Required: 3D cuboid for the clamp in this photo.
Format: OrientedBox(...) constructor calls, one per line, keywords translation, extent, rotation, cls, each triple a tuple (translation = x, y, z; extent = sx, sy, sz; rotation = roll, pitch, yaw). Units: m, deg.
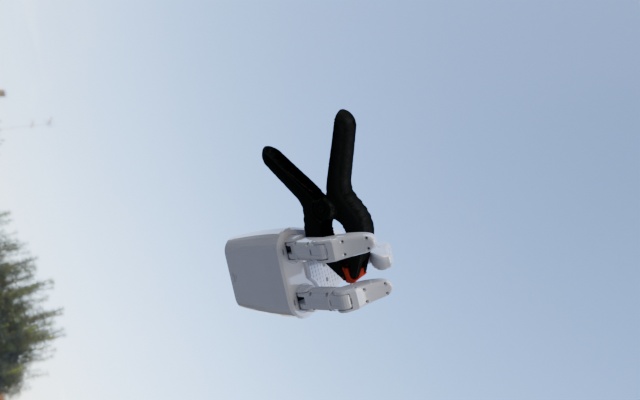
OrientedBox(translation=(0.001, 0.002, 0.495), extent=(0.120, 0.171, 0.039), rotation=(-7, 6, 43), cls="clamp")
